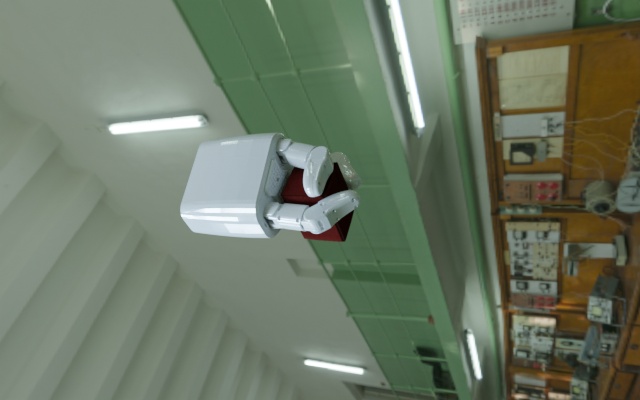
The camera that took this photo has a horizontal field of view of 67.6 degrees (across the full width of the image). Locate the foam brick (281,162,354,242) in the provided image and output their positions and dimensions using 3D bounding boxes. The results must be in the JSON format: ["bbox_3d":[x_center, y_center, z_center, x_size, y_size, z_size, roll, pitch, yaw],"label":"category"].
[{"bbox_3d":[0.000,0.002,0.534,0.051,0.053,0.078,0,-43,25],"label":"foam brick"}]
